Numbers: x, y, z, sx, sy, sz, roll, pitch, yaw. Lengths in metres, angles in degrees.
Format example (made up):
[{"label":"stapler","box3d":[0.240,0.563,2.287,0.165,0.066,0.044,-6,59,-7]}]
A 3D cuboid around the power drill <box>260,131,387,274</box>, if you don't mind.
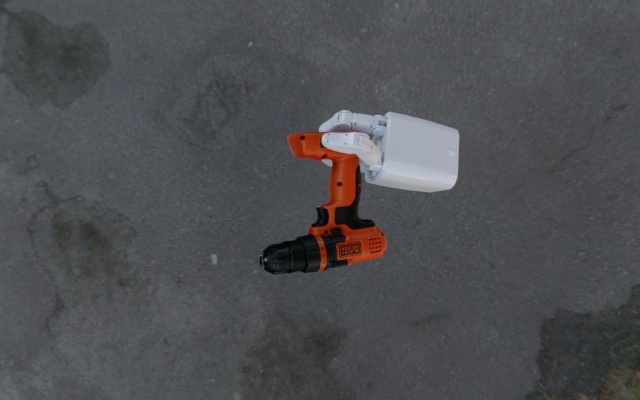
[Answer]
[{"label":"power drill","box3d":[0.000,0.002,0.649,0.184,0.187,0.057,-7,6,-26]}]
